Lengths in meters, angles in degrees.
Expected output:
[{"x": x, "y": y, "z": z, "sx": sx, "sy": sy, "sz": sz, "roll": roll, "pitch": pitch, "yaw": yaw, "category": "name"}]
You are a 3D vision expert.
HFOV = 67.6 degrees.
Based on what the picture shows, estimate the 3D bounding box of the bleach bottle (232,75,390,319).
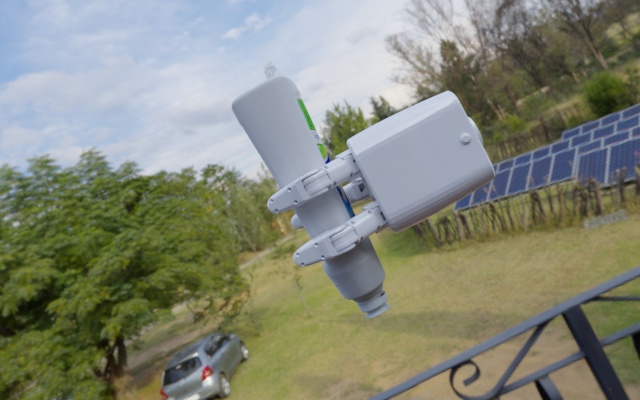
[{"x": 0.000, "y": 0.002, "z": 0.490, "sx": 0.068, "sy": 0.251, "sz": 0.102, "roll": -28, "pitch": 2, "yaw": 6, "category": "bleach bottle"}]
